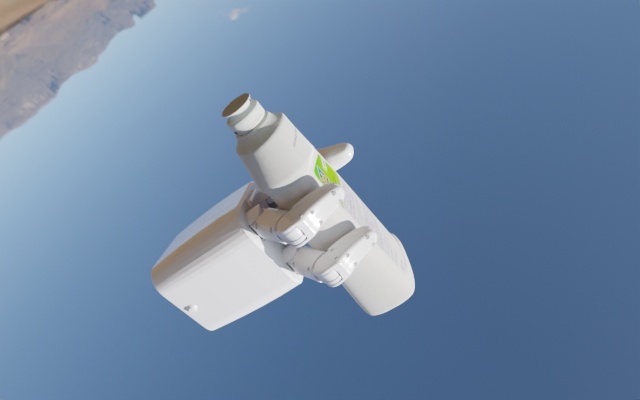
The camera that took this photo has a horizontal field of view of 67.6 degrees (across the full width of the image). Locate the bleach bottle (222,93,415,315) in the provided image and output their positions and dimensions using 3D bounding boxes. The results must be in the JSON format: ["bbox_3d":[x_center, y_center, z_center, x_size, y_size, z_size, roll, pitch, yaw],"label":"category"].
[{"bbox_3d":[0.000,0.002,0.450,0.068,0.251,0.102,-32,32,12],"label":"bleach bottle"}]
